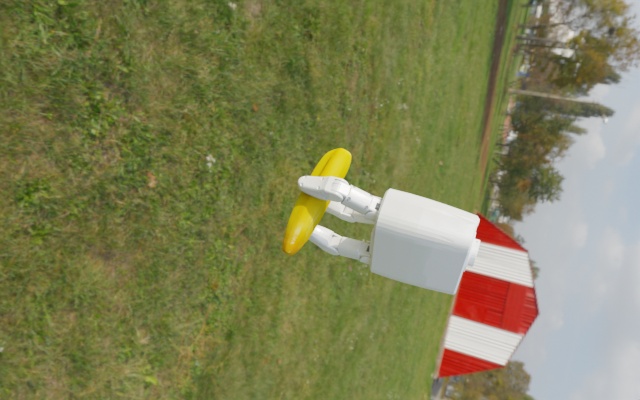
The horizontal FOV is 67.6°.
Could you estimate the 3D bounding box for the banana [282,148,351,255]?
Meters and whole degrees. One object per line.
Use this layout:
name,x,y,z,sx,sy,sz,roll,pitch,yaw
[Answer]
banana,0.004,-0.014,0.605,0.037,0.070,0.197,19,41,11
